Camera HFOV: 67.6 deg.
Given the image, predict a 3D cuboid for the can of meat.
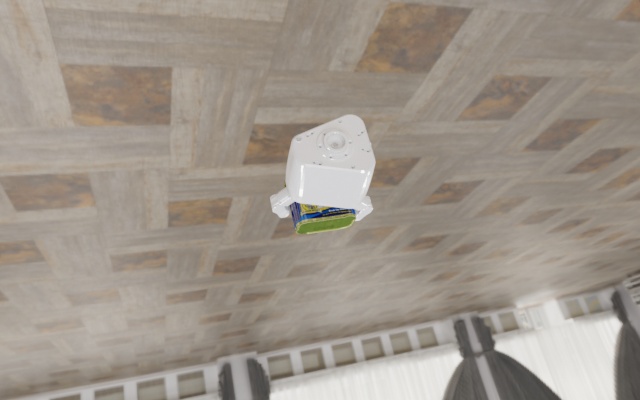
[{"bbox_3d":[0.000,0.003,0.756,0.102,0.084,0.057,-8,-25,-13],"label":"can of meat"}]
